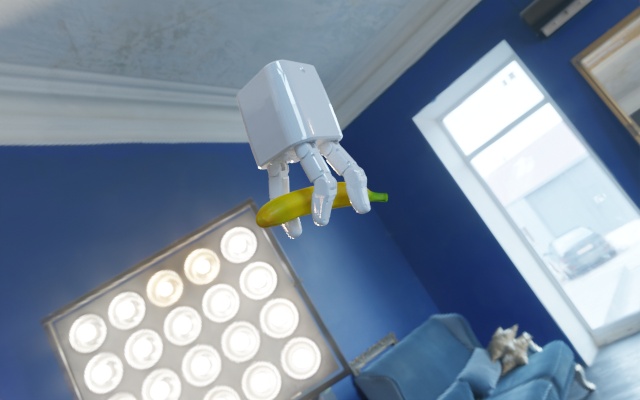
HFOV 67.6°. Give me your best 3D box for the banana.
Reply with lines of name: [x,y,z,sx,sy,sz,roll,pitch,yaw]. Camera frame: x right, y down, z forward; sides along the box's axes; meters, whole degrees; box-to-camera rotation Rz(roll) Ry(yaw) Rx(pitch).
banana: [-0.007,0.001,0.625,0.198,0.037,0.069,-13,8,-32]
